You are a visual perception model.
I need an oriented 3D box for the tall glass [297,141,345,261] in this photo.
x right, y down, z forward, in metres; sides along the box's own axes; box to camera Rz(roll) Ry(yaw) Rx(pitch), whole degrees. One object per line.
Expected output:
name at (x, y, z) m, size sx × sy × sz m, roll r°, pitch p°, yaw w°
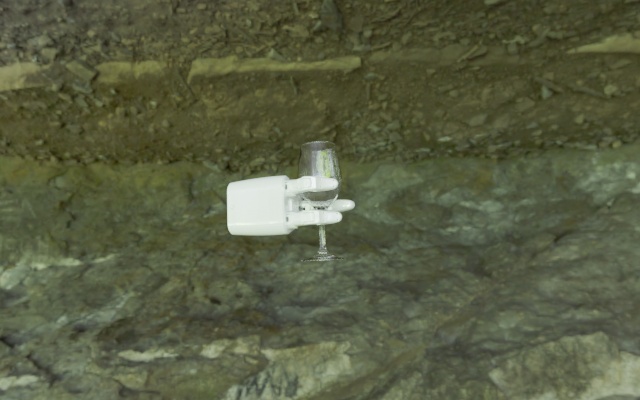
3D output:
tall glass at (0.000, 0.003, 0.820) m, size 0.079 × 0.201 × 0.079 m, roll -2°, pitch -7°, yaw 0°
